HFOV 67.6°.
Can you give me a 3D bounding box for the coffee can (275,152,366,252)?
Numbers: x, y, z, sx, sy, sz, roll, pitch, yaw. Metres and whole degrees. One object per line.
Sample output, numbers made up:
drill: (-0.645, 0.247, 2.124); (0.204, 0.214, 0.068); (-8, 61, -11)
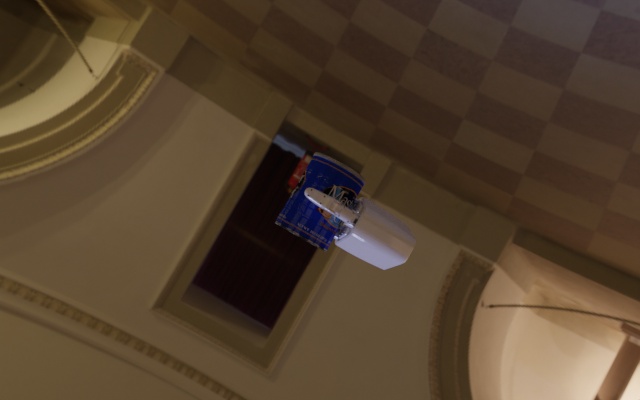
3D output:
coffee can: (0.000, 0.002, 0.823); (0.103, 0.140, 0.103); (30, -4, 3)
